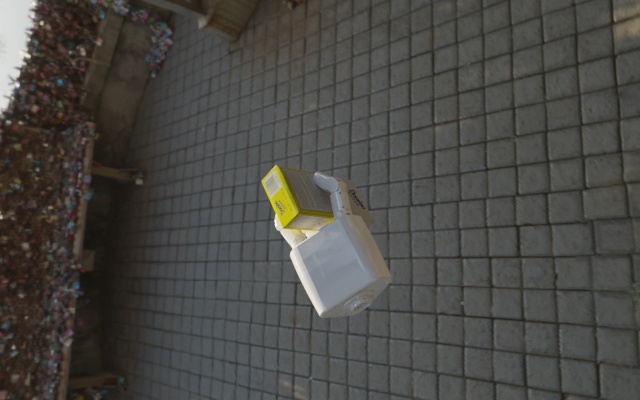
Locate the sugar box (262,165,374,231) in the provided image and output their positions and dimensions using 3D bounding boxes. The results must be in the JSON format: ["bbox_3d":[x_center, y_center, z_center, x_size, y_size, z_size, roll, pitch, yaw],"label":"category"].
[{"bbox_3d":[0.000,0.003,0.747,0.176,0.093,0.048,11,-46,-48],"label":"sugar box"}]
